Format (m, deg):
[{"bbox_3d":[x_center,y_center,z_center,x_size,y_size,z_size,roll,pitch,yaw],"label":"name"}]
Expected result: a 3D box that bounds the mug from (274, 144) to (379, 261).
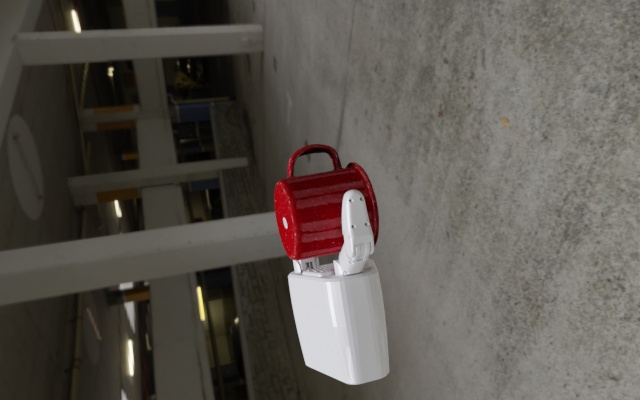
[{"bbox_3d":[0.000,0.000,0.477,0.081,0.117,0.093,-10,-1,-16],"label":"mug"}]
